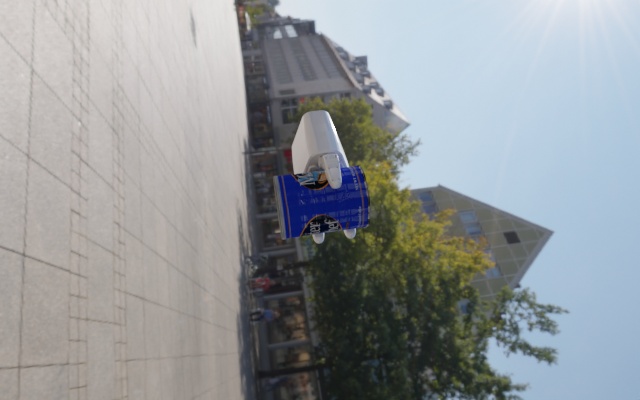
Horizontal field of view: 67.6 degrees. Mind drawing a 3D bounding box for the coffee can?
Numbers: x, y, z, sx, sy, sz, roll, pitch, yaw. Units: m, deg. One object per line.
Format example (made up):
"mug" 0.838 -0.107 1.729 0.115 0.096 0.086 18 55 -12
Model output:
"coffee can" 0.000 0.003 0.768 0.140 0.103 0.103 -8 1 -6
